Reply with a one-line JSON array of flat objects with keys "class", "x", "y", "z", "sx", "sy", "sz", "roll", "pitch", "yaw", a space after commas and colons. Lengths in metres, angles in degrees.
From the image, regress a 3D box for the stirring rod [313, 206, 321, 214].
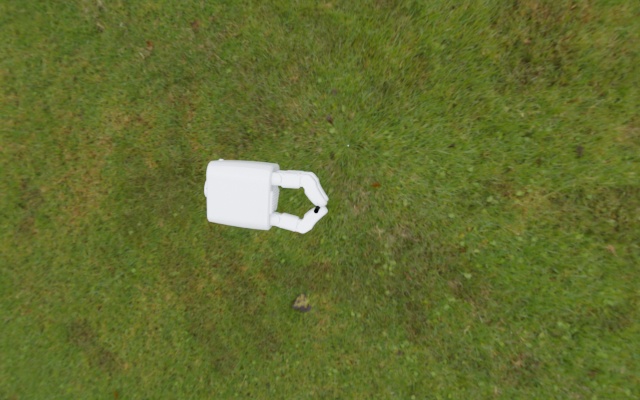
[{"class": "stirring rod", "x": 0.000, "y": 0.003, "z": 0.849, "sx": 0.011, "sy": 0.011, "sz": 0.239, "roll": 0, "pitch": 7, "yaw": 3}]
